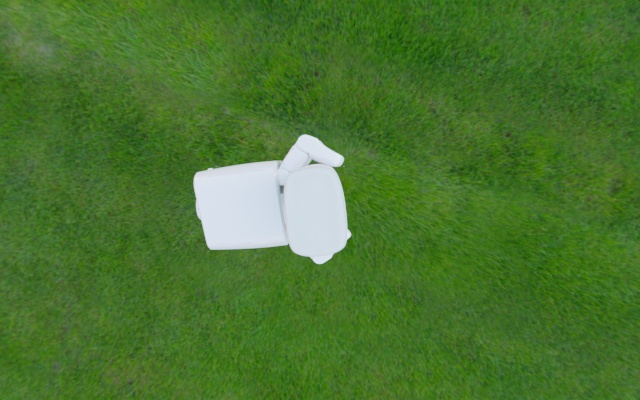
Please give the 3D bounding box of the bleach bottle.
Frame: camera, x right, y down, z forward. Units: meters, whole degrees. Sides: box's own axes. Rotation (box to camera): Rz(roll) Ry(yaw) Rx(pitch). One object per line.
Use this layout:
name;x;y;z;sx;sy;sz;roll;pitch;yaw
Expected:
bleach bottle;0.000;0.002;0.642;0.068;0.102;0.251;-5;4;3
